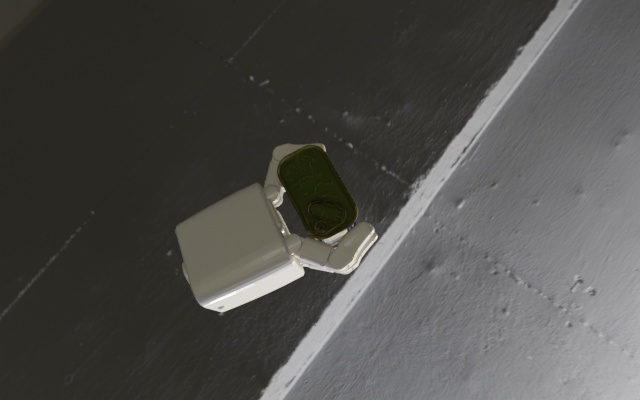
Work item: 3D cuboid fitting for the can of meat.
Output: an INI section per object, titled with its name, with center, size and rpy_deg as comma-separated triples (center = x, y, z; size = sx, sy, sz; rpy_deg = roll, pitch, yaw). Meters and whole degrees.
[can of meat]
center = 0.000, 0.002, 0.533
size = 0.057, 0.102, 0.084
rpy_deg = -28, -18, -3
